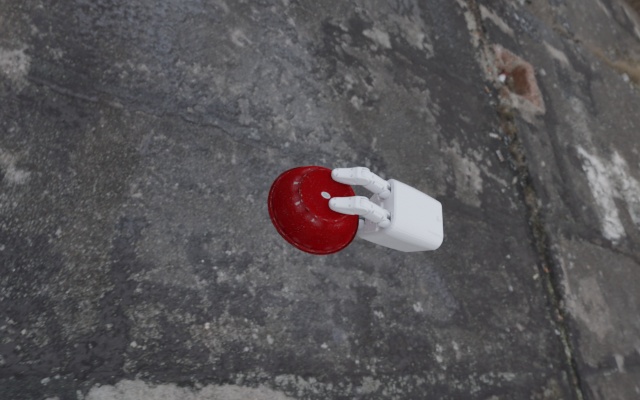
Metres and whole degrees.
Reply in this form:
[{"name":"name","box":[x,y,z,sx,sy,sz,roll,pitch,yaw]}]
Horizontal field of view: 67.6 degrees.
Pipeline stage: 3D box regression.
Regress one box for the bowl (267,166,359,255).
[{"name":"bowl","box":[-0.001,0.002,0.759,0.162,0.162,0.055,0,-27,-25]}]
